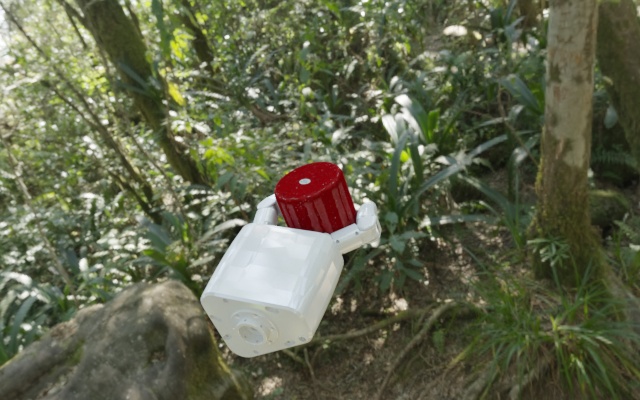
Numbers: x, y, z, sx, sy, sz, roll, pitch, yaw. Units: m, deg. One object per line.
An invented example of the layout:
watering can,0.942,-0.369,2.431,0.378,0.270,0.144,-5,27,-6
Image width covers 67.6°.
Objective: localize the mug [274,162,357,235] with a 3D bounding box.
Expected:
mug,0.000,0.001,0.562,0.093,0.081,0.117,-7,33,23
